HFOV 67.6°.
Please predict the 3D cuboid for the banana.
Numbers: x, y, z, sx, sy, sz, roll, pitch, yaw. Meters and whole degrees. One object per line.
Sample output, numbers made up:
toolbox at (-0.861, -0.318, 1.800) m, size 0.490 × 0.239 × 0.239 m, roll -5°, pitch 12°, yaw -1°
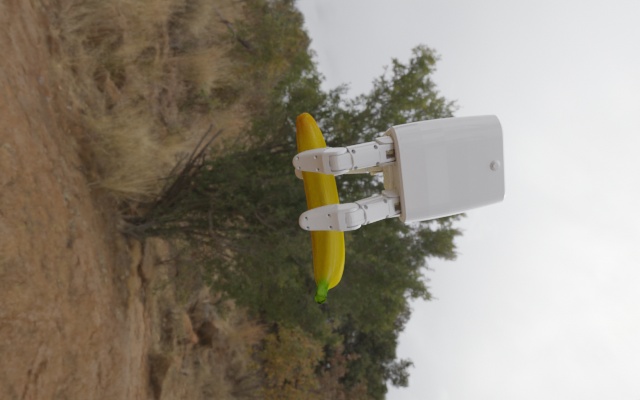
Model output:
banana at (0.002, 0.007, 0.517) m, size 0.037 × 0.198 × 0.069 m, roll -8°, pitch -7°, yaw 4°
